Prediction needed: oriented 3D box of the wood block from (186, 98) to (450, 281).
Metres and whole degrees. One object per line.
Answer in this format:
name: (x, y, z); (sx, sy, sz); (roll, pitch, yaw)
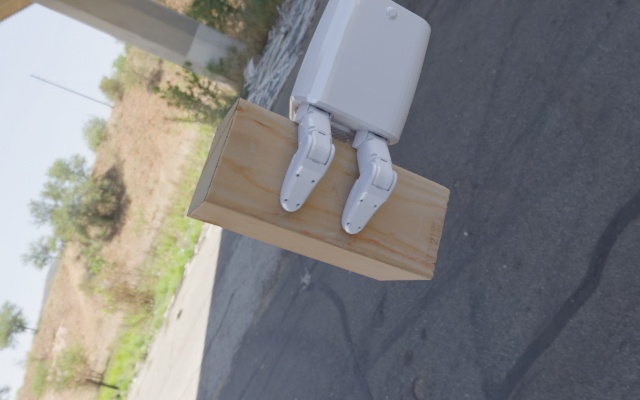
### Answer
wood block: (0.000, 0.001, 0.429); (0.206, 0.090, 0.091); (21, -16, -20)
